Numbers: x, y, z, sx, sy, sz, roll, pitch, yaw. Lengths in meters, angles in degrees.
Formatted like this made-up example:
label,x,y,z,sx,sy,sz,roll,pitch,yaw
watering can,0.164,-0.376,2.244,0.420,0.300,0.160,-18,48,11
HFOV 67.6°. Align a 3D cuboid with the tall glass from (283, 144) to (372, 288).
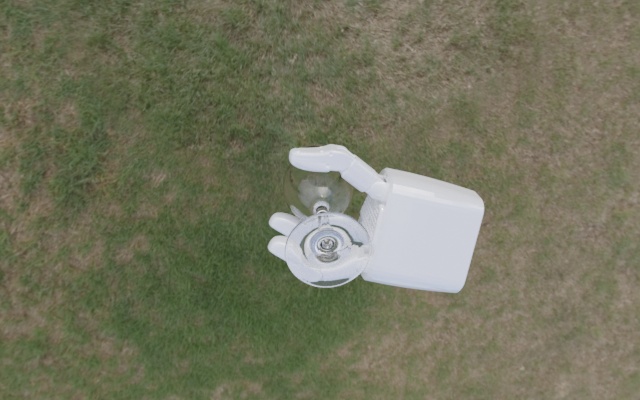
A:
label,x,y,z,sx,sy,sz,roll,pitch,yaw
tall glass,0.000,0.002,0.494,0.079,0.079,0.201,0,25,-5
